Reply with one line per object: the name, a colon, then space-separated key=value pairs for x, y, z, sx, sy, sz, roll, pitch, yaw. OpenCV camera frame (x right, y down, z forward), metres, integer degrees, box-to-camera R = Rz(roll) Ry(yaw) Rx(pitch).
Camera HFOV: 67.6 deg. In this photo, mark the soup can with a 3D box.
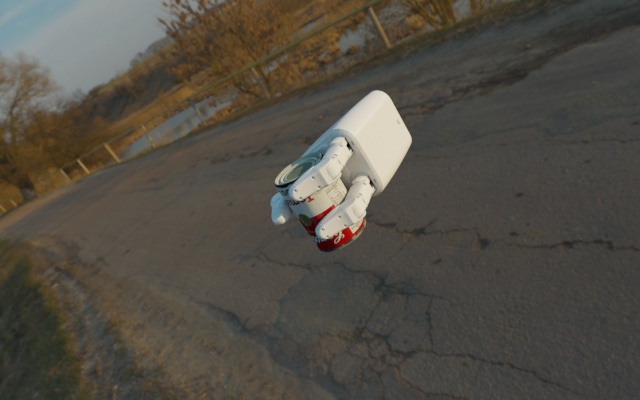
soup can: x=0.000 y=0.002 z=0.568 sx=0.068 sy=0.102 sz=0.068 roll=-29 pitch=22 yaw=13
